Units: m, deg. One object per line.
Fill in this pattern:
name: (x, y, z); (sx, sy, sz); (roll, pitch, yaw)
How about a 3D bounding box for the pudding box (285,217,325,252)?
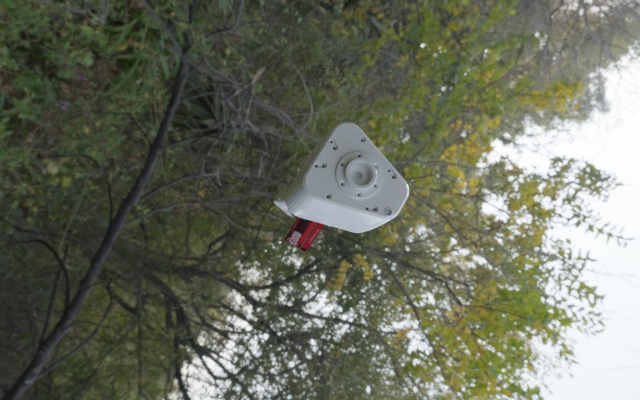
pudding box: (0.000, 0.002, 0.650); (0.039, 0.113, 0.090); (32, -42, -3)
